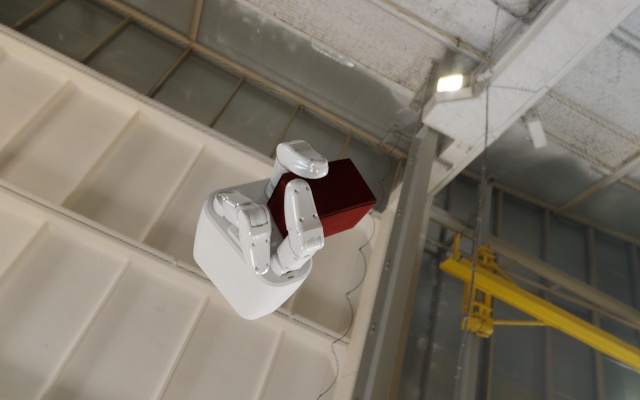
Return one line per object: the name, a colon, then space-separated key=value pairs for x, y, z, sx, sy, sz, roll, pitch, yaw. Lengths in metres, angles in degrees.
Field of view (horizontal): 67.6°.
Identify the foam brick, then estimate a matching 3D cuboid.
foam brick: x=0.000 y=0.001 z=0.443 sx=0.078 sy=0.053 sz=0.051 roll=-15 pitch=-25 yaw=-31
